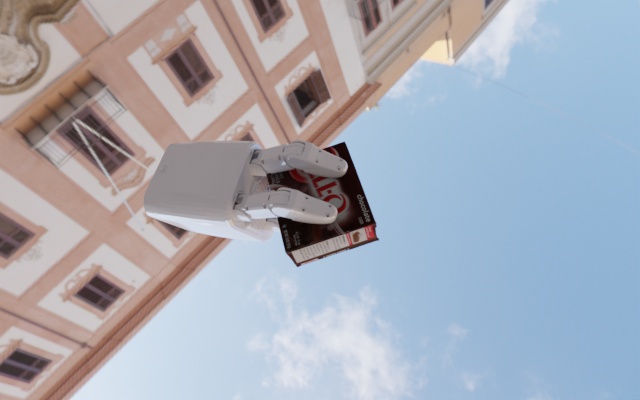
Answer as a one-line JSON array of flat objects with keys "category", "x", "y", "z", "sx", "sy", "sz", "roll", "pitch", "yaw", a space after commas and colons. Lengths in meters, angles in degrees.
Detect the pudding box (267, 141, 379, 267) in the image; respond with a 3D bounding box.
[{"category": "pudding box", "x": 0.000, "y": 0.002, "z": 0.485, "sx": 0.090, "sy": 0.113, "sz": 0.039, "roll": -19, "pitch": -34, "yaw": 2}]
